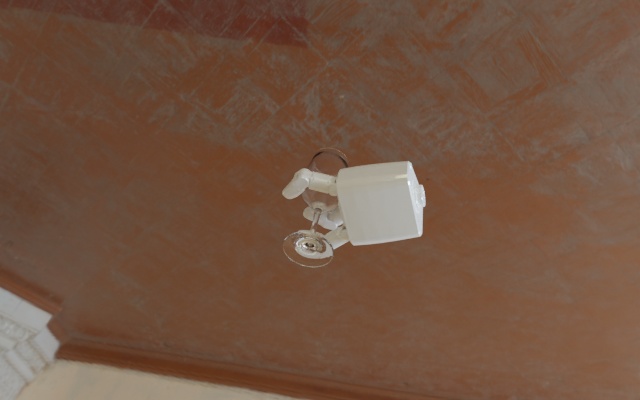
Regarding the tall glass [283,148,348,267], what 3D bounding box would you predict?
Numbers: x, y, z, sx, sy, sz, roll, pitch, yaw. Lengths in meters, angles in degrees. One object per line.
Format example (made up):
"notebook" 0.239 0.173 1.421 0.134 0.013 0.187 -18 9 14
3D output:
"tall glass" 0.000 0.003 0.743 0.079 0.079 0.201 0 43 13
